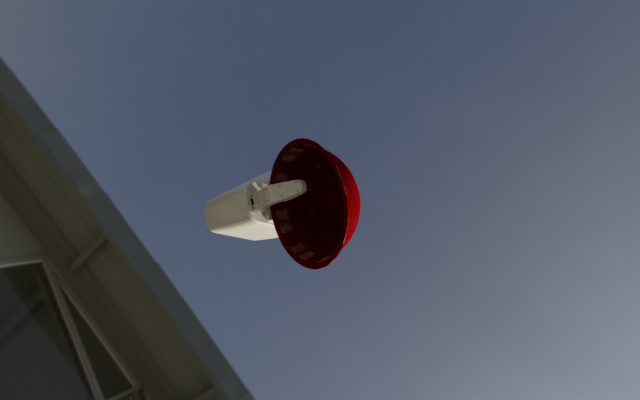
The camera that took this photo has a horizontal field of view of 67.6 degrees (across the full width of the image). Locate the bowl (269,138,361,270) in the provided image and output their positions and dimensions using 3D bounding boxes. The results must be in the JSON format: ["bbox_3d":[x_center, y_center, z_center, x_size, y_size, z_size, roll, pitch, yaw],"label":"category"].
[{"bbox_3d":[0.001,0.002,0.600,0.055,0.162,0.162,-8,5,-37],"label":"bowl"}]
